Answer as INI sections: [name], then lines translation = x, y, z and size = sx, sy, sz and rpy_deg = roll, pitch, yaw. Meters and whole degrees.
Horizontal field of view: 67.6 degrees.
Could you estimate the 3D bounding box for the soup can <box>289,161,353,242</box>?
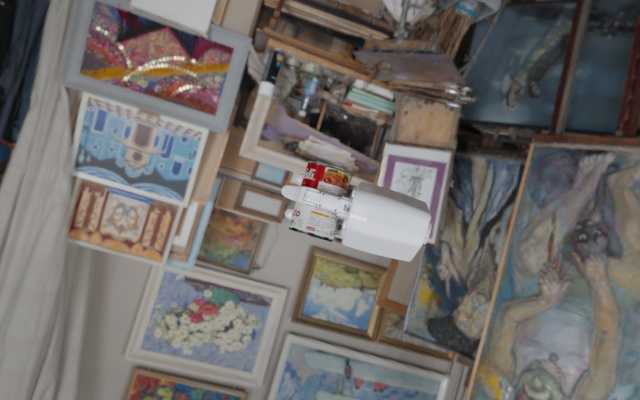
[soup can]
translation = 0.000, 0.002, 0.685
size = 0.068, 0.102, 0.068
rpy_deg = 16, -4, 1
